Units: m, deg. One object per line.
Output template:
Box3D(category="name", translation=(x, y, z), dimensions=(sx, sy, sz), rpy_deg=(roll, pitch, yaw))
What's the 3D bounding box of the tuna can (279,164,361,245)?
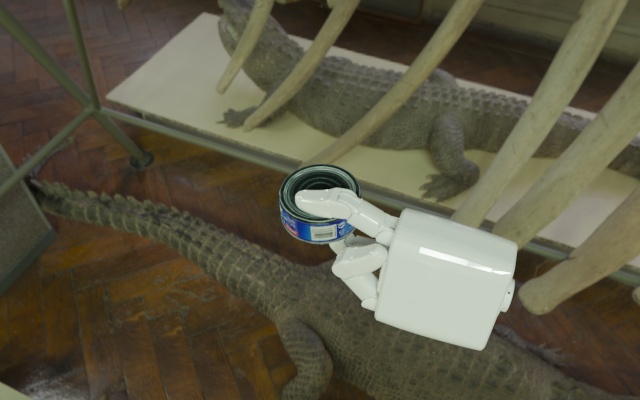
Box3D(category="tuna can", translation=(0.000, 0.001, 0.493), dimensions=(0.086, 0.086, 0.034), rpy_deg=(0, -43, 4))
